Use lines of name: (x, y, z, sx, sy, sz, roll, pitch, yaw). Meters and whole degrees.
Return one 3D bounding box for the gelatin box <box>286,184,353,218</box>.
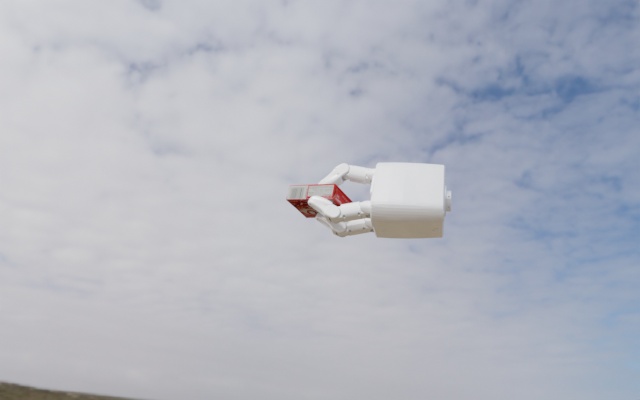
gelatin box: (0.000, 0.002, 0.783, 0.089, 0.030, 0.073, -1, -26, 28)
